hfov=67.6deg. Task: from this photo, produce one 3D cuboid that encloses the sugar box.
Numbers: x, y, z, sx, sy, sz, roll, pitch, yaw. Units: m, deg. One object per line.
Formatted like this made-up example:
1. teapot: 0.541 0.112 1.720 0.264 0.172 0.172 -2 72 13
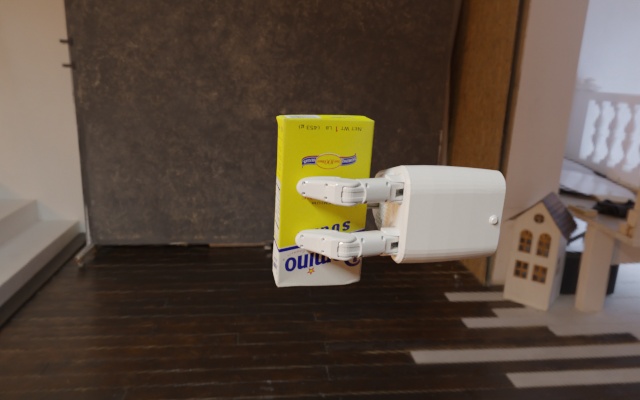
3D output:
1. sugar box: 0.000 0.002 0.494 0.093 0.176 0.048 -1 15 -12
